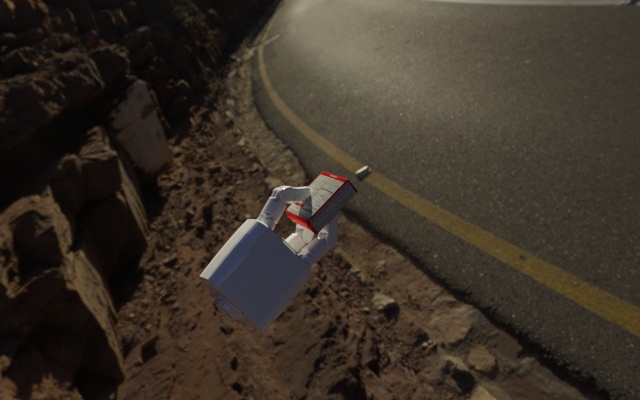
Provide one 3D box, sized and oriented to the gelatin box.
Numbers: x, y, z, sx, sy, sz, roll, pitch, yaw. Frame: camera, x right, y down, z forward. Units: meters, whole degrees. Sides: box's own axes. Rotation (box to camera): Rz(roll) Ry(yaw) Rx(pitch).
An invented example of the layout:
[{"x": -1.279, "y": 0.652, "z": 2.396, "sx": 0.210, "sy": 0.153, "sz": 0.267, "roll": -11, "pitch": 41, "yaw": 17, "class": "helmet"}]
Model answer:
[{"x": 0.000, "y": 0.002, "z": 0.698, "sx": 0.030, "sy": 0.089, "sz": 0.073, "roll": 50, "pitch": -13, "yaw": -29, "class": "gelatin box"}]
